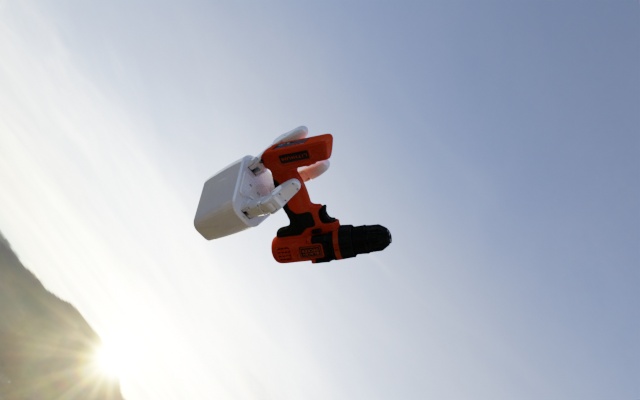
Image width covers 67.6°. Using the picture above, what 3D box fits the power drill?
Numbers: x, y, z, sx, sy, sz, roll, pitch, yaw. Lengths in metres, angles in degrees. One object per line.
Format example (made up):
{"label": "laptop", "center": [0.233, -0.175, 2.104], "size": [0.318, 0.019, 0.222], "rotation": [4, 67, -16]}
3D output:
{"label": "power drill", "center": [0.000, 0.002, 0.695], "size": [0.184, 0.188, 0.057], "rotation": [-9, 16, 13]}
